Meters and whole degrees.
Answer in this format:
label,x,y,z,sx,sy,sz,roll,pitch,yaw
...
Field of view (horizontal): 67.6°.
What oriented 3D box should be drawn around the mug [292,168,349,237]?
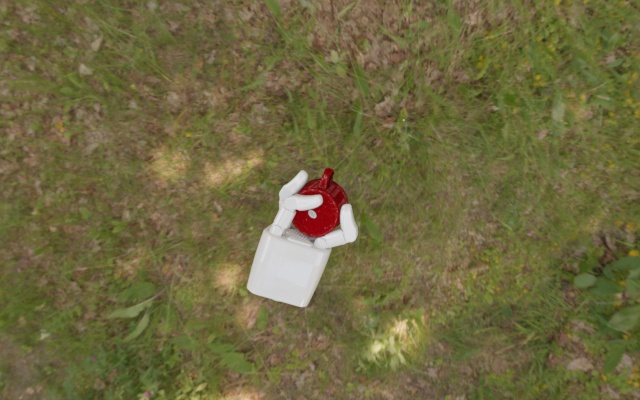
label,x,y,z,sx,sy,sz,roll,pitch,yaw
mug,0.001,0.001,0.794,0.093,0.117,0.081,20,13,6
